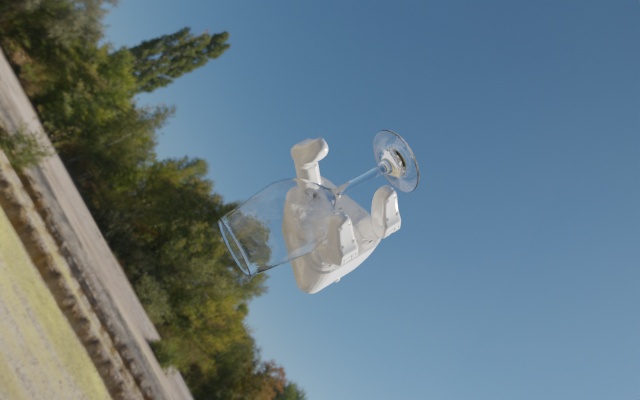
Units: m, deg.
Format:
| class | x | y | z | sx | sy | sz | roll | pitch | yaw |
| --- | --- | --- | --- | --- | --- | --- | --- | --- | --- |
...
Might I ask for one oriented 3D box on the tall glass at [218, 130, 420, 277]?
| class | x | y | z | sx | sy | sz | roll | pitch | yaw |
| --- | --- | --- | --- | --- | --- | --- | --- | --- | --- |
| tall glass | 0.001 | 0.001 | 0.484 | 0.201 | 0.079 | 0.079 | -28 | 11 | -21 |
